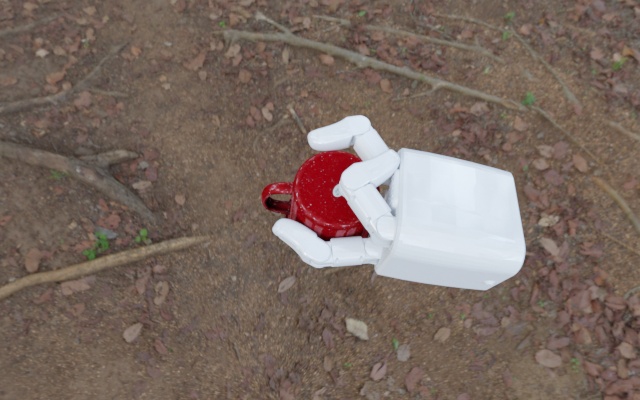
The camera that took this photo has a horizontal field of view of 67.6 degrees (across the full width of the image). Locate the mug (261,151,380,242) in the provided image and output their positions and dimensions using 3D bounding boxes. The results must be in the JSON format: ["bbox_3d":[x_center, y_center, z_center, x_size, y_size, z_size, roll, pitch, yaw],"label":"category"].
[{"bbox_3d":[-0.001,0.001,0.472,0.117,0.093,0.081,10,-24,-1],"label":"mug"}]
